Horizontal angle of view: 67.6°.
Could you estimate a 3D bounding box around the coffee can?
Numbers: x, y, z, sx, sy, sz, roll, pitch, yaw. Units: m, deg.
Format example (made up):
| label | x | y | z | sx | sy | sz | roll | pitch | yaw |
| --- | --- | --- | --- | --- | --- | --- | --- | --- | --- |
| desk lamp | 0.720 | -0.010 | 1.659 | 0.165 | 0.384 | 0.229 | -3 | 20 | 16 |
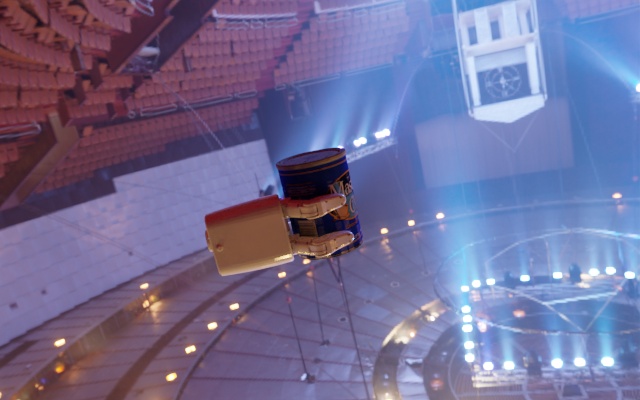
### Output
| label | x | y | z | sx | sy | sz | roll | pitch | yaw |
| --- | --- | --- | --- | --- | --- | --- | --- | --- | --- |
| coffee can | 0.000 | 0.002 | 0.703 | 0.103 | 0.140 | 0.102 | -12 | 14 | 3 |
